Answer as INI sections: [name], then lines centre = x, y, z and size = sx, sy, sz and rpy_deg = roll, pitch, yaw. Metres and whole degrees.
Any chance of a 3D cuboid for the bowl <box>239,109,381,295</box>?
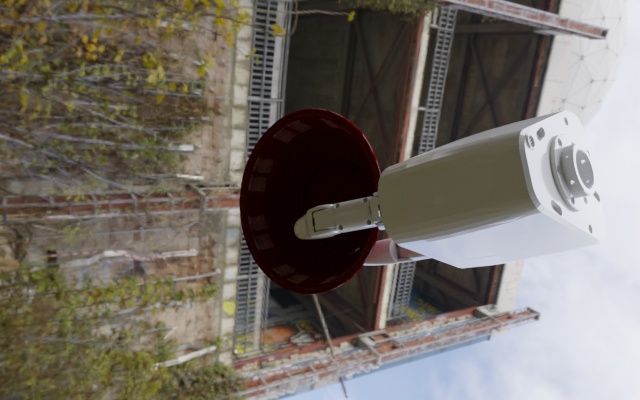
[bowl]
centre = -0.001, 0.001, 0.437
size = 0.162, 0.162, 0.055
rpy_deg = 0, -2, 37
